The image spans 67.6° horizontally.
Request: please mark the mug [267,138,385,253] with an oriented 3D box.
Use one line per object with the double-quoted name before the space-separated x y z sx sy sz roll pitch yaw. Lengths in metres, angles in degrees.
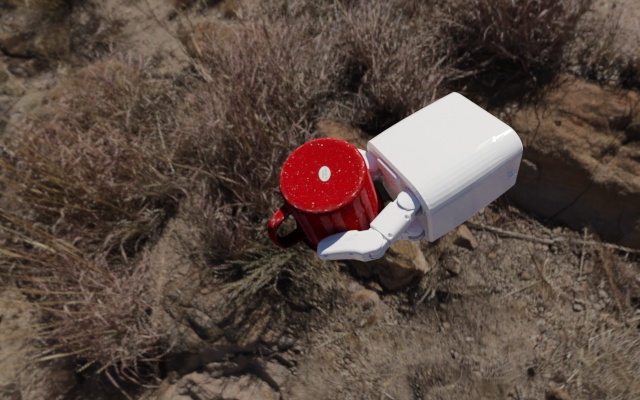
"mug" -0.001 0.002 0.451 0.117 0.093 0.081 -34 -32 -4
